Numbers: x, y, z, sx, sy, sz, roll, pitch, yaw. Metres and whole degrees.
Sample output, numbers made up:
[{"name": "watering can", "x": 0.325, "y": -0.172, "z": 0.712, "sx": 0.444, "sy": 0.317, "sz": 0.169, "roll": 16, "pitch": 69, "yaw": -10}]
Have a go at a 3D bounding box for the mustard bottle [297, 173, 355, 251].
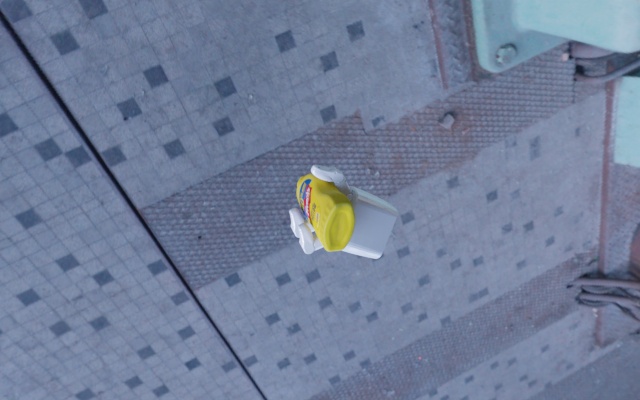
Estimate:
[{"name": "mustard bottle", "x": 0.000, "y": 0.003, "z": 0.862, "sx": 0.058, "sy": 0.096, "sz": 0.191, "roll": -4, "pitch": 29, "yaw": -20}]
